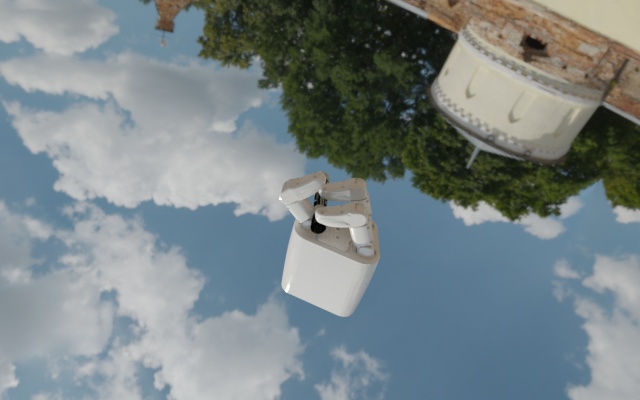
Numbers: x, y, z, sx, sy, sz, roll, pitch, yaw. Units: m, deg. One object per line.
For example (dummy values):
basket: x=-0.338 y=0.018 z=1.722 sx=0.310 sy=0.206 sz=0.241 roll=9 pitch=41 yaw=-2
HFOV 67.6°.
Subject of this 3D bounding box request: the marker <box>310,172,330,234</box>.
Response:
marker: x=0.000 y=0.002 z=0.609 sx=0.020 sy=0.020 sz=0.121 roll=0 pitch=34 yaw=3
